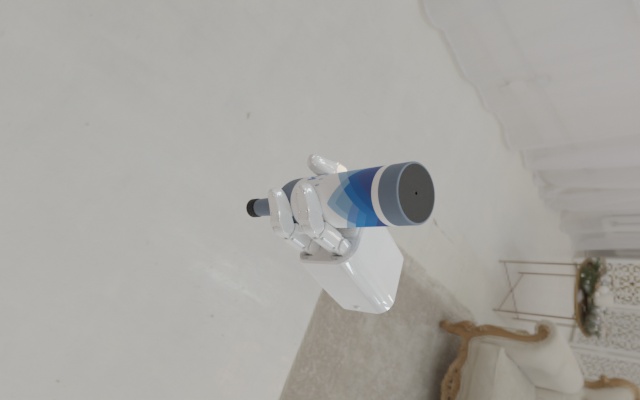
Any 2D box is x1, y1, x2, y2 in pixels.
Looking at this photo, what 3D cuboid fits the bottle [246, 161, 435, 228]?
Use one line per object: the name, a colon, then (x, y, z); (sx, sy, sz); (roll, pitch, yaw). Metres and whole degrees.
bottle: (0.000, 0.002, 0.599); (0.069, 0.069, 0.296); (0, -4, -42)
